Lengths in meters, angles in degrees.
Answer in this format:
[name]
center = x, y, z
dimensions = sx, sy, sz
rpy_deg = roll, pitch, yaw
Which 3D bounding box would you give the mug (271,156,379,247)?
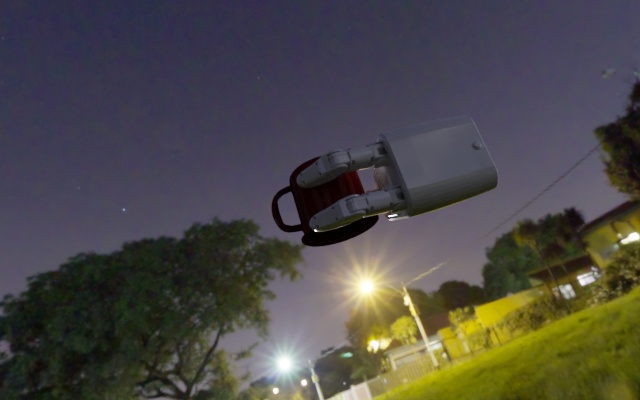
[mug]
center = -0.001, 0.002, 0.559
dimensions = 0.117, 0.081, 0.093
rpy_deg = -14, -22, -10
